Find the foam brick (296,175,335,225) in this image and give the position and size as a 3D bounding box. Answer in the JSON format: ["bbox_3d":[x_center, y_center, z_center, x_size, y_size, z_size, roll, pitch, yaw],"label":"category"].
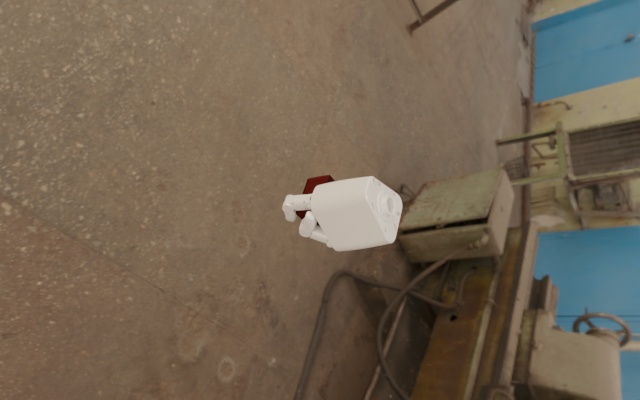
[{"bbox_3d":[0.000,0.002,0.830,0.051,0.078,0.053,-11,-44,37],"label":"foam brick"}]
